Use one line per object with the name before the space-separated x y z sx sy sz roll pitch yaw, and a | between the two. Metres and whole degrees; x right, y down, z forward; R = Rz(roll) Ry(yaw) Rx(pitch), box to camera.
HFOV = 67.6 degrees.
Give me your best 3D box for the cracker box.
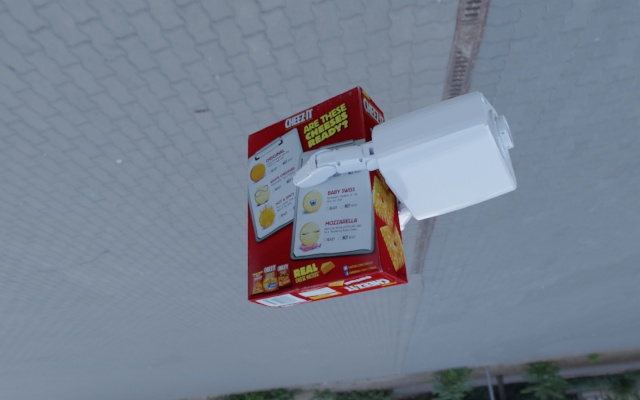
cracker box | 0.000 0.002 0.542 0.164 0.213 0.072 -18 -29 28
